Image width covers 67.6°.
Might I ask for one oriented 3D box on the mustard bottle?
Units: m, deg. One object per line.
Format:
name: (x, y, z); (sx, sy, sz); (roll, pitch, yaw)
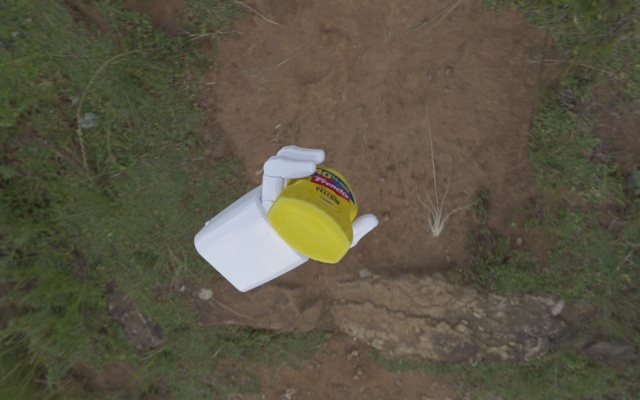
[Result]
mustard bottle: (0.000, 0.002, 0.593); (0.096, 0.058, 0.191); (33, 20, -4)
